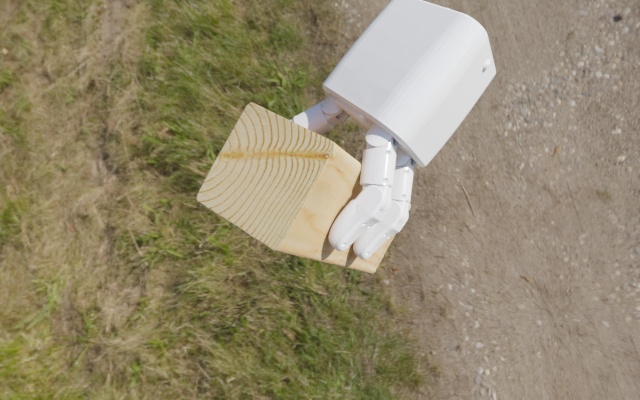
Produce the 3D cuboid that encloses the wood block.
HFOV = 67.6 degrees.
[{"bbox_3d":[0.000,0.001,0.442,0.091,0.090,0.206,30,1,29],"label":"wood block"}]
